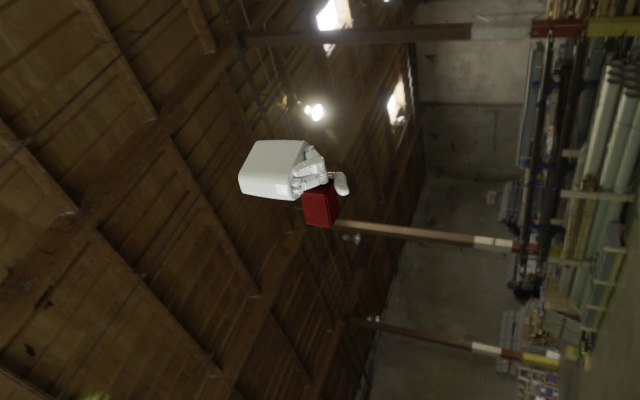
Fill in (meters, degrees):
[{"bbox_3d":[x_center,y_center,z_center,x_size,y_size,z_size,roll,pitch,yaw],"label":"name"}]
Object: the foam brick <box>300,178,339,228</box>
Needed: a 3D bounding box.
[{"bbox_3d":[0.000,0.003,0.886,0.051,0.078,0.053,5,36,21],"label":"foam brick"}]
